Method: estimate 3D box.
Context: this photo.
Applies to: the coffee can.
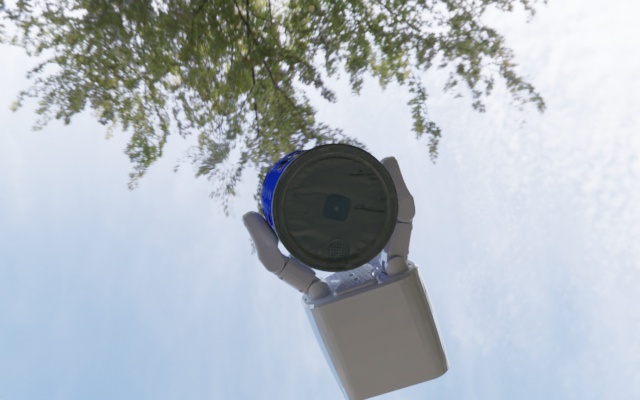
[{"bbox_3d":[0.000,0.001,0.443,0.103,0.103,0.140,0,4,-11],"label":"coffee can"}]
